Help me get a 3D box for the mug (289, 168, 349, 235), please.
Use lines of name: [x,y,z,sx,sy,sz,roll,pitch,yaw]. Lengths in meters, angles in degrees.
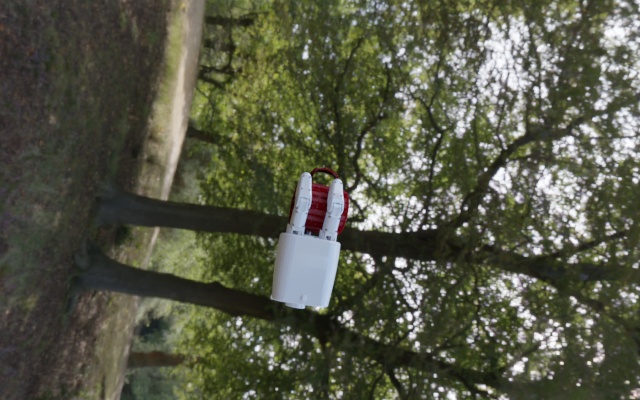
mug: [0.001,0.001,0.813,0.081,0.117,0.093,12,-5,-15]
